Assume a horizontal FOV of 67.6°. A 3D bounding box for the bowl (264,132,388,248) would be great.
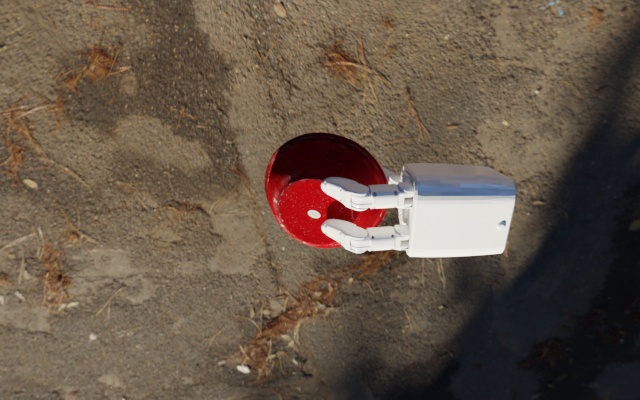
[{"bbox_3d":[-0.001,0.002,0.581,0.162,0.162,0.055,0,29,16],"label":"bowl"}]
